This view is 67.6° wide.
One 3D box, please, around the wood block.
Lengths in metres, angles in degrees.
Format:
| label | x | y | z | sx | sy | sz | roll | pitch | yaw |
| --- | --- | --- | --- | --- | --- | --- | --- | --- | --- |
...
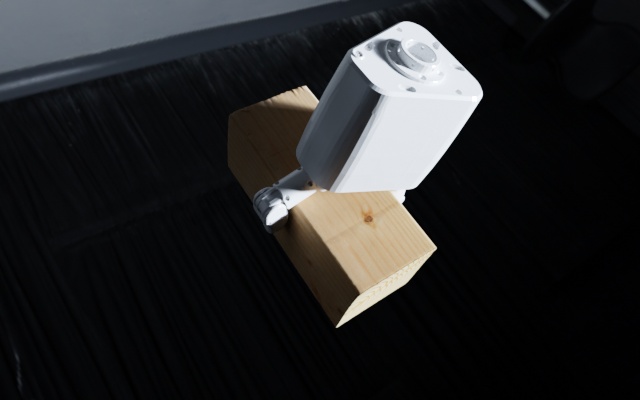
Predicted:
| label | x | y | z | sx | sy | sz | roll | pitch | yaw |
| --- | --- | --- | --- | --- | --- | --- | --- | --- | --- |
| wood block | 0.000 | 0.002 | 0.461 | 0.091 | 0.206 | 0.090 | -26 | -22 | -24 |
